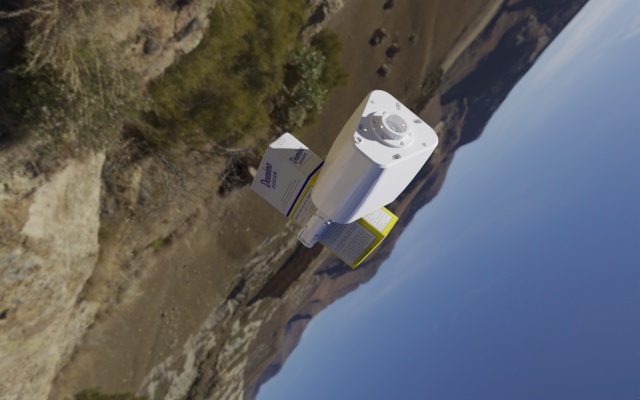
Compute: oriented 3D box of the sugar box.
[{"bbox_3d":[0.001,0.002,0.604,0.048,0.176,0.093,-45,-7,-40],"label":"sugar box"}]
